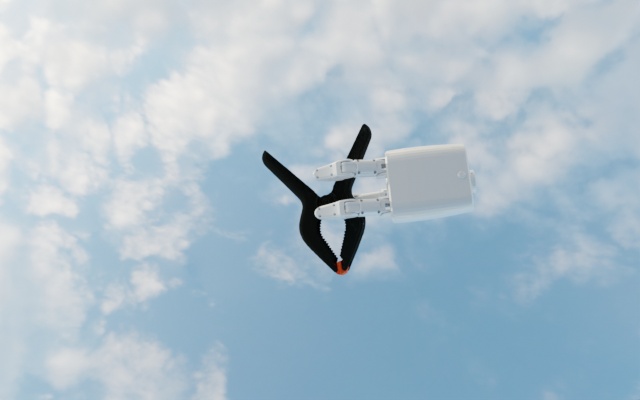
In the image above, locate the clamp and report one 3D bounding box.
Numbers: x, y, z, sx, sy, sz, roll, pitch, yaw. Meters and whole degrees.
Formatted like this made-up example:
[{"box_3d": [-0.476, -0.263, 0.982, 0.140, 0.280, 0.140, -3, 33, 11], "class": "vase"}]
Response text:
[{"box_3d": [0.001, 0.003, 0.679, 0.164, 0.210, 0.036, -7, -12, 12], "class": "clamp"}]
